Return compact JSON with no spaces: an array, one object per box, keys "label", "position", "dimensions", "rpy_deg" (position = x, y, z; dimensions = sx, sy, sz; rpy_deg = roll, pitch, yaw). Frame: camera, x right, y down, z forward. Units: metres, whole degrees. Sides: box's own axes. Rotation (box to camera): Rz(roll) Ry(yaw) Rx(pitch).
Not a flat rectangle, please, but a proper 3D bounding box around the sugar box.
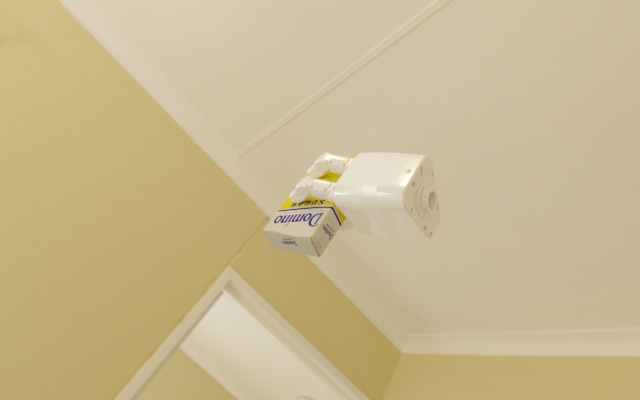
[{"label":"sugar box","position":[0.000,0.002,0.722],"dimensions":[0.093,0.048,0.176],"rpy_deg":[6,44,37]}]
